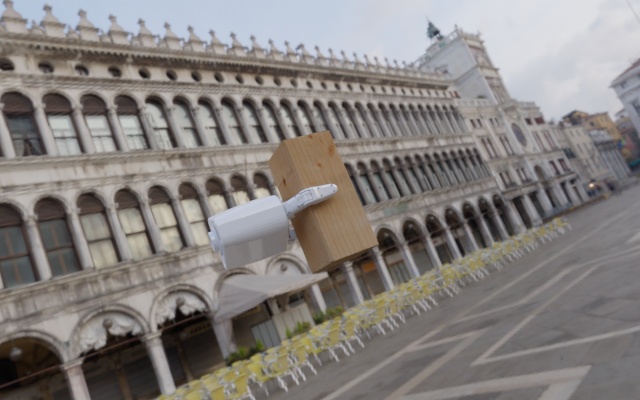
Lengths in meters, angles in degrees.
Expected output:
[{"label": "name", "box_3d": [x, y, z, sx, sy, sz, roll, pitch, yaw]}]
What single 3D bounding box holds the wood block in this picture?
[{"label": "wood block", "box_3d": [0.000, 0.002, 0.782, 0.090, 0.206, 0.091, -17, -13, -28]}]
